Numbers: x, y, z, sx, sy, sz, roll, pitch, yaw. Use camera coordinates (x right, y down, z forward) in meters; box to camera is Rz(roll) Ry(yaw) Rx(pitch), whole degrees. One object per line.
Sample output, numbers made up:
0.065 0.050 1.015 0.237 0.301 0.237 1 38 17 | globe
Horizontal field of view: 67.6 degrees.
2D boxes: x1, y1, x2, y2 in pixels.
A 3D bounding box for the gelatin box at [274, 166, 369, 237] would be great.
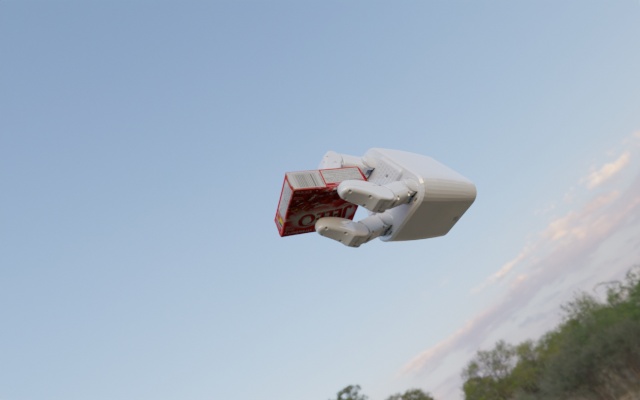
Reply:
0.000 0.001 0.518 0.089 0.030 0.073 -6 -42 -25 | gelatin box
